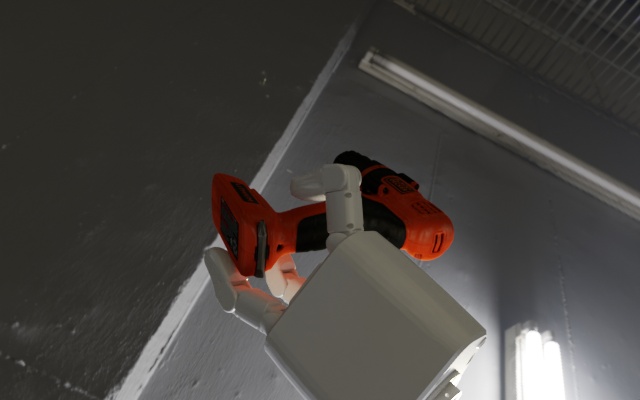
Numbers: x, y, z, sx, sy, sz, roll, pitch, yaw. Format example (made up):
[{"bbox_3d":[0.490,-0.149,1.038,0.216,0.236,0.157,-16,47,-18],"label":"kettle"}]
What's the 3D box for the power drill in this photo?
[{"bbox_3d":[0.000,0.002,0.440,0.187,0.057,0.184,-8,27,-23],"label":"power drill"}]
